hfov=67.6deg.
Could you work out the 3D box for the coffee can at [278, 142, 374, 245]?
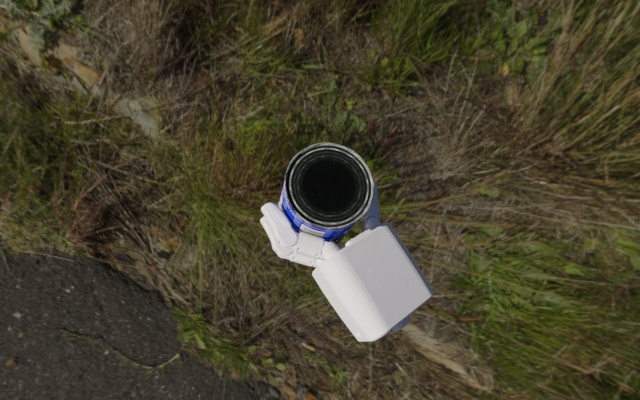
[{"bbox_3d":[0.000,0.002,0.598,0.103,0.102,0.140,0,-16,-9],"label":"coffee can"}]
